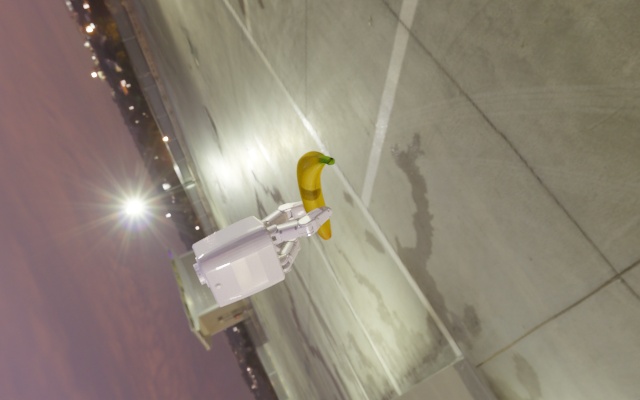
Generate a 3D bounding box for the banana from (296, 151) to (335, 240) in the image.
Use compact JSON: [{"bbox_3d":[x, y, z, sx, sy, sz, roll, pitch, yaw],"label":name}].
[{"bbox_3d":[-0.009,-0.013,0.732,0.037,0.069,0.198,-24,-34,-16],"label":"banana"}]
